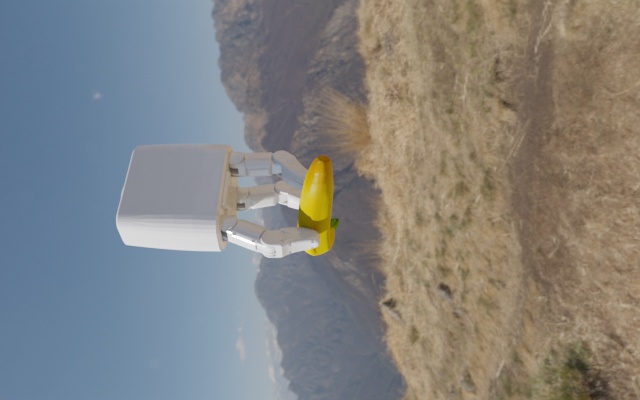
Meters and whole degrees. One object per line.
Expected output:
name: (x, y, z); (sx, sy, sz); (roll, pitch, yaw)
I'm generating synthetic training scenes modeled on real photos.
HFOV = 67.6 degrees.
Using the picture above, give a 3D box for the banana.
banana: (-0.003, 0.020, 0.533); (0.037, 0.069, 0.198); (10, -20, 7)
